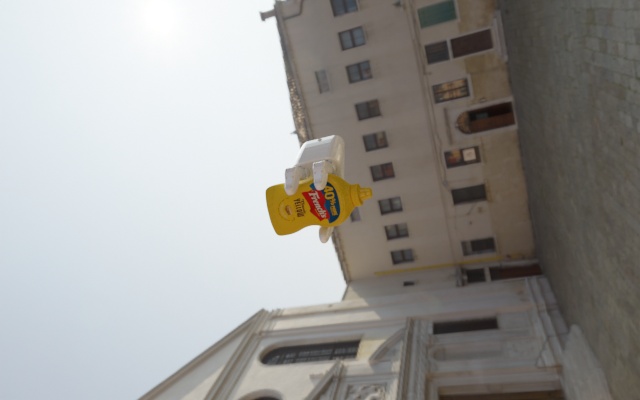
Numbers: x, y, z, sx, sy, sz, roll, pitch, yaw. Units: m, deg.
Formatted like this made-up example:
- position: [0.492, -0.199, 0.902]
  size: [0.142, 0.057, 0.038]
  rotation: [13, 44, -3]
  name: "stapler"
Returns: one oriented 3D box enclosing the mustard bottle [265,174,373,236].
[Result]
- position: [0.000, 0.003, 0.869]
  size: [0.191, 0.096, 0.058]
  rotation: [-11, 6, 17]
  name: "mustard bottle"
